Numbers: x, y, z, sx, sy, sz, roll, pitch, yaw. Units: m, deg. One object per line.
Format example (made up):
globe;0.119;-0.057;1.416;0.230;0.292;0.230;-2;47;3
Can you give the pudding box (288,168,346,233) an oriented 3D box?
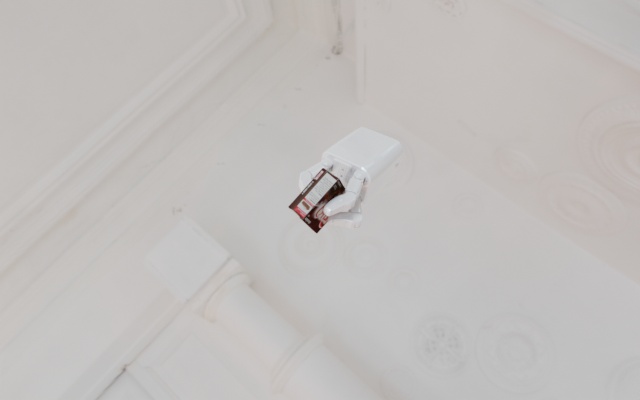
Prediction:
pudding box;0.000;0.002;0.805;0.039;0.090;0.113;39;-4;21
